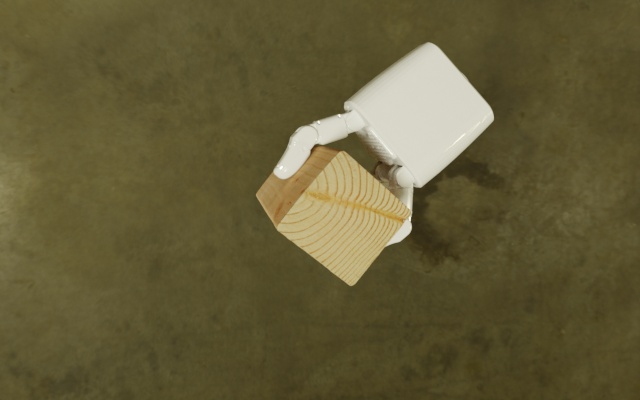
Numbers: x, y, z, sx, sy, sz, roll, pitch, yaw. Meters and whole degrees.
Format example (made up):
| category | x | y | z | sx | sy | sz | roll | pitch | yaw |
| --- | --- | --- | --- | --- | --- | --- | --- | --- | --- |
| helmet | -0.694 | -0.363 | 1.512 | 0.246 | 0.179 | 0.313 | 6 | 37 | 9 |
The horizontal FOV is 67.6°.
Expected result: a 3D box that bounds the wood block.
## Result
| category | x | y | z | sx | sy | sz | roll | pitch | yaw |
| --- | --- | --- | --- | --- | --- | --- | --- | --- | --- |
| wood block | 0.000 | 0.001 | 0.513 | 0.091 | 0.090 | 0.206 | 40 | -2 | -15 |
